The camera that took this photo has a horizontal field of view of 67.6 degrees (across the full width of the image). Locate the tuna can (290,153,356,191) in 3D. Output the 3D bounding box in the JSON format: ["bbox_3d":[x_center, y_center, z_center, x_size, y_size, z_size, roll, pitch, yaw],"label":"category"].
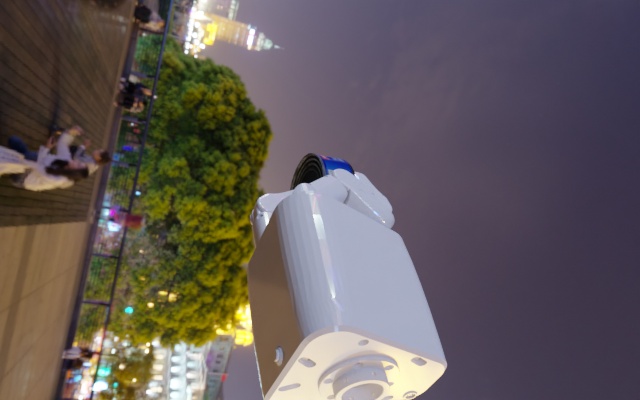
[{"bbox_3d":[0.001,0.001,0.437,0.034,0.086,0.086,8,-3,-23],"label":"tuna can"}]
